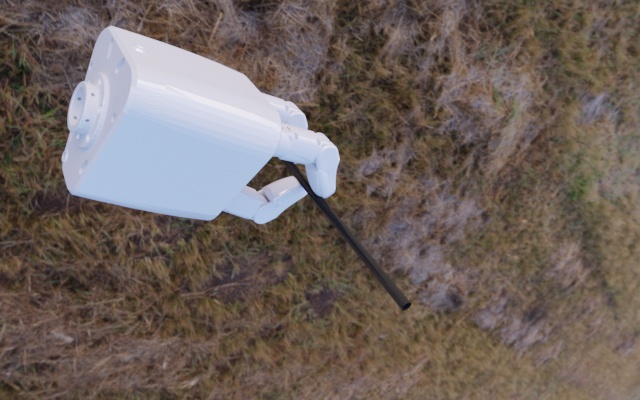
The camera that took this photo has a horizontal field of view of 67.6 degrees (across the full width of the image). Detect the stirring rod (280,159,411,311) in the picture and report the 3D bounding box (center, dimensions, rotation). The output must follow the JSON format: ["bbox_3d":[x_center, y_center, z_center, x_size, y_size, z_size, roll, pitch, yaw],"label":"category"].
[{"bbox_3d":[0.000,0.001,0.404,0.011,0.011,0.239,0,37,-38],"label":"stirring rod"}]
